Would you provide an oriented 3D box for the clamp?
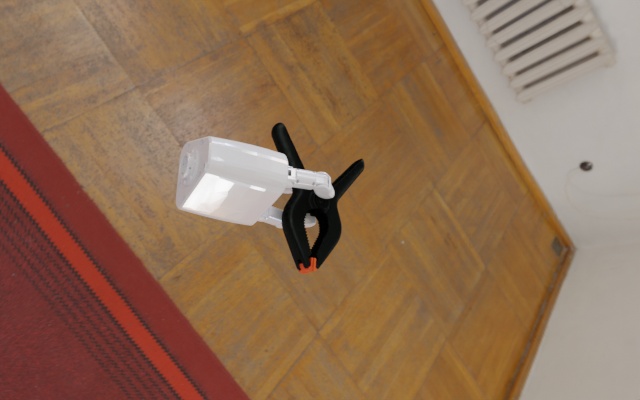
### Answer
[{"bbox_3d":[0.000,0.003,0.689,0.164,0.210,0.036,12,-23,-32],"label":"clamp"}]
